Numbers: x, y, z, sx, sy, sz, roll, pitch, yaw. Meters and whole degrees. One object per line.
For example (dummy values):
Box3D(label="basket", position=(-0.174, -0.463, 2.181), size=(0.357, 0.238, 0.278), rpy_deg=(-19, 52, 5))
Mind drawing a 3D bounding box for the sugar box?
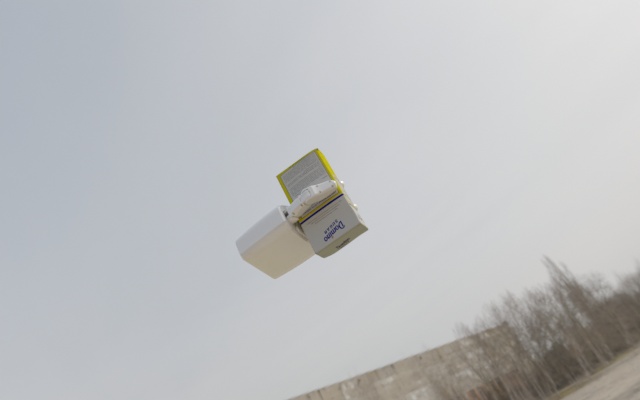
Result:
Box3D(label="sugar box", position=(0.000, 0.003, 0.820), size=(0.093, 0.176, 0.048), rpy_deg=(-35, -30, 11))
